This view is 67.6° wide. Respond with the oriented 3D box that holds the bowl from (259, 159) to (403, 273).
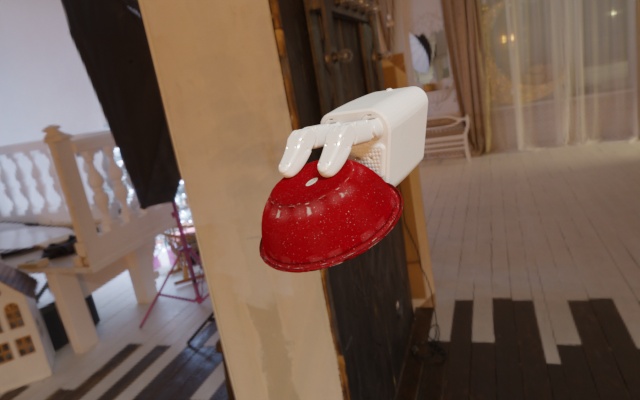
[{"bbox_3d":[-0.001,0.002,0.494,0.162,0.055,0.162,-19,27,10],"label":"bowl"}]
